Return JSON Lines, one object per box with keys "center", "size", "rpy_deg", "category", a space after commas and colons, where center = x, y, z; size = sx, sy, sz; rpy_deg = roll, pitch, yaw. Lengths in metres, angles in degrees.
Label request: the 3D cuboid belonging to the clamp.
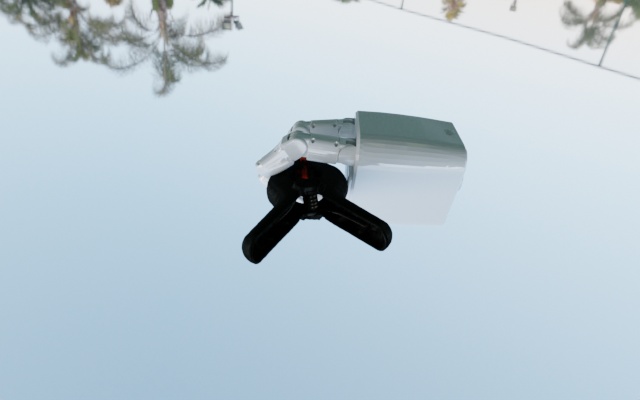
{"center": [0.000, 0.002, 0.441], "size": [0.120, 0.039, 0.171], "rpy_deg": [4, 31, 0], "category": "clamp"}
